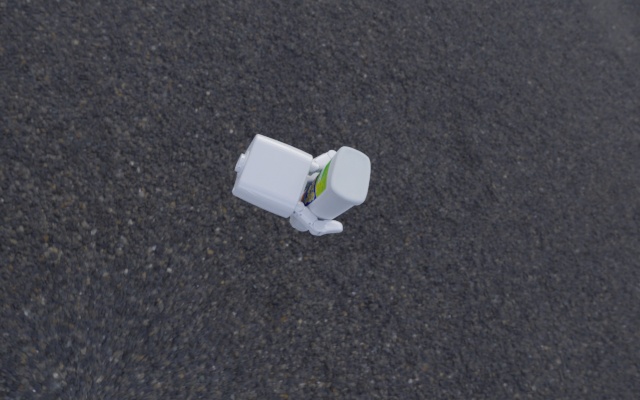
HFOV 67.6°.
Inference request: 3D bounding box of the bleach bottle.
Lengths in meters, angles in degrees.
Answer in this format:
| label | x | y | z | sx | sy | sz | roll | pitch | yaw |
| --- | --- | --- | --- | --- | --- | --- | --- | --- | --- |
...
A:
| label | x | y | z | sx | sy | sz | roll | pitch | yaw |
| --- | --- | --- | --- | --- | --- | --- | --- | --- | --- |
| bleach bottle | 0.000 | 0.003 | 0.870 | 0.068 | 0.102 | 0.251 | 22 | -31 | -16 |
